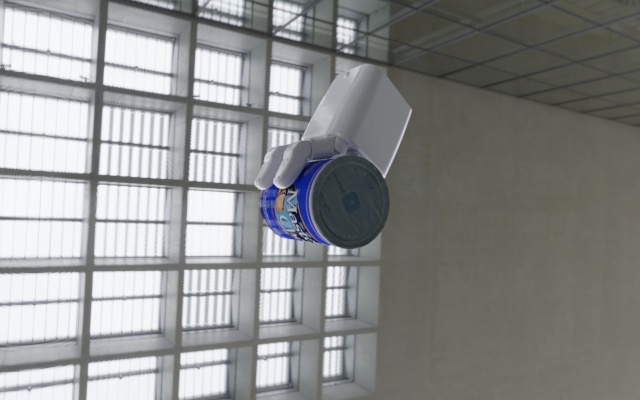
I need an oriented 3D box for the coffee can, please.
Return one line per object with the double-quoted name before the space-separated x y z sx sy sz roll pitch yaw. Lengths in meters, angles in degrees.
"coffee can" 0.000 0.002 0.577 0.103 0.103 0.140 0 0 -30
